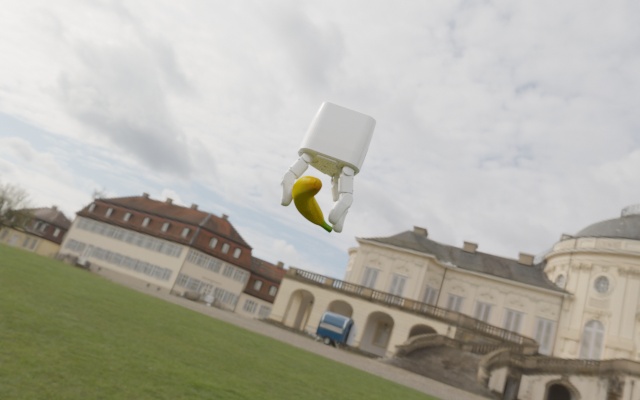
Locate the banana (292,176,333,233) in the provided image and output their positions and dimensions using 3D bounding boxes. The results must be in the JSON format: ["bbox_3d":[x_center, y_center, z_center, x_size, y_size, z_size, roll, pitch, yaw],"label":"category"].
[{"bbox_3d":[-0.016,-0.002,0.800,0.069,0.037,0.198,19,-18,15],"label":"banana"}]
